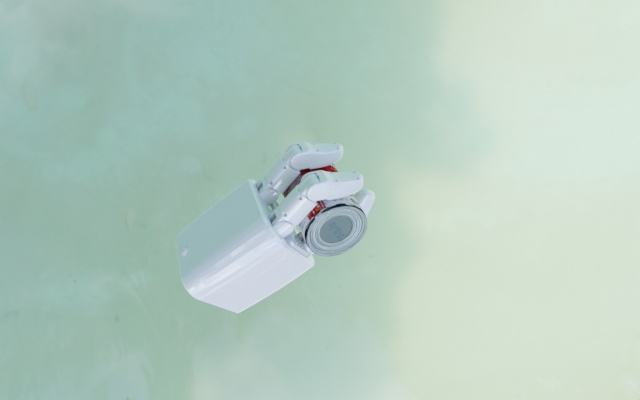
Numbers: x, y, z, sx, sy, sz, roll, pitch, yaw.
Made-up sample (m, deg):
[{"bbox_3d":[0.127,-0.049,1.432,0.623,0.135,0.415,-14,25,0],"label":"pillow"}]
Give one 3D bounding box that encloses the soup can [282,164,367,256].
[{"bbox_3d":[0.001,0.002,0.509,0.068,0.068,0.102,0,36,-24],"label":"soup can"}]
